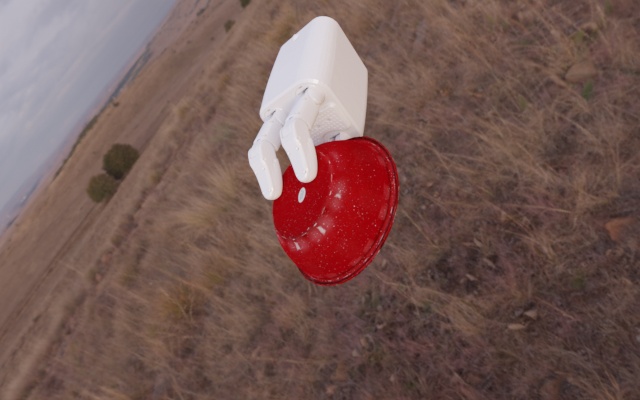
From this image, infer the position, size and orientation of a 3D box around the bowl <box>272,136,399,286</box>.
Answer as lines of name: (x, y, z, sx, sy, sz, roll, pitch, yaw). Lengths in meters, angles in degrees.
bowl: (0.000, 0.003, 0.480, 0.055, 0.162, 0.162, 21, -13, -37)
